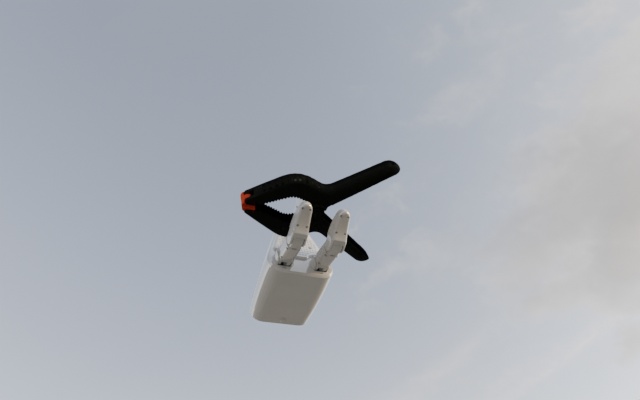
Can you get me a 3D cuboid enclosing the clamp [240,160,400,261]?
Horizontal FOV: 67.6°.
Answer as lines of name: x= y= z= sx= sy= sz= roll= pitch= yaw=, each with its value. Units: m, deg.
clamp: x=-0.001 y=0.002 z=0.648 sx=0.210 sy=0.165 sz=0.036 roll=12 pitch=27 yaw=-20
